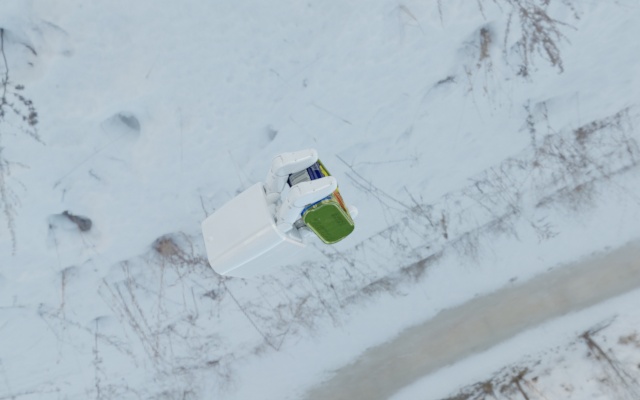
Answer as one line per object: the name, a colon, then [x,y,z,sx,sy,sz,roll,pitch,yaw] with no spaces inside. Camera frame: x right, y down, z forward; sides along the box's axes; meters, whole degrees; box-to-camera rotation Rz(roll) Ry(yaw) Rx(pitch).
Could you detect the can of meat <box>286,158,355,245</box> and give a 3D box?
can of meat: [0.000,0.002,0.659,0.057,0.084,0.102,-30,-38,9]
